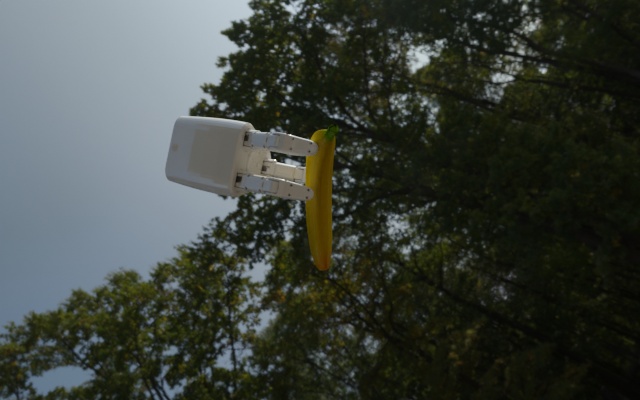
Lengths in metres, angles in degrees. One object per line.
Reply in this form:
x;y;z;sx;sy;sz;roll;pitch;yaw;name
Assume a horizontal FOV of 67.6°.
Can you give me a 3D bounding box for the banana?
-0.001;-0.008;0.623;0.037;0.198;0.069;0;22;-4;banana
